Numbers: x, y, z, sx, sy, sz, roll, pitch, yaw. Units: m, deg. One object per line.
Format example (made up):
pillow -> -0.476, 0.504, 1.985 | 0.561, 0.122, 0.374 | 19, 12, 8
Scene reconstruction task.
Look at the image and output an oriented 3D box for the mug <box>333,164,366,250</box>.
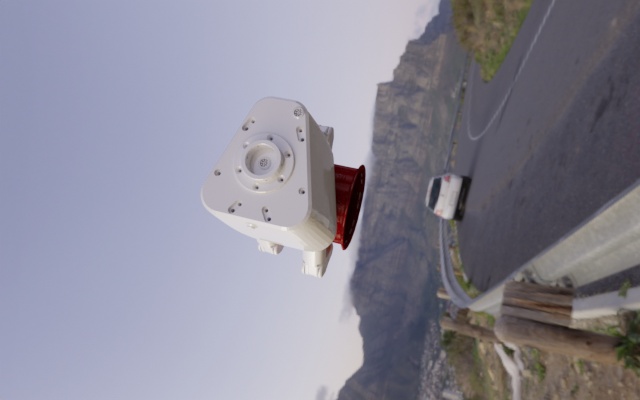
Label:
mug -> 0.000, 0.002, 0.526 | 0.081, 0.093, 0.117 | 13, -10, 13
